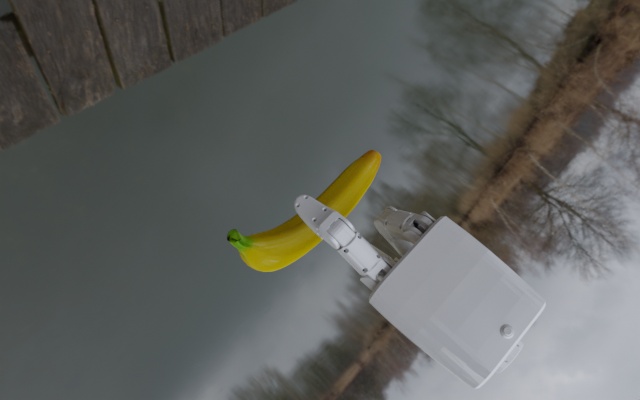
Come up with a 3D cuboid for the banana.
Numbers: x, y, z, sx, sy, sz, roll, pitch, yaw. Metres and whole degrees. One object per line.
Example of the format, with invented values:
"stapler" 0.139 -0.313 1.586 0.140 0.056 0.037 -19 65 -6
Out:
"banana" -0.007 0.015 0.458 0.037 0.070 0.197 40 49 19
